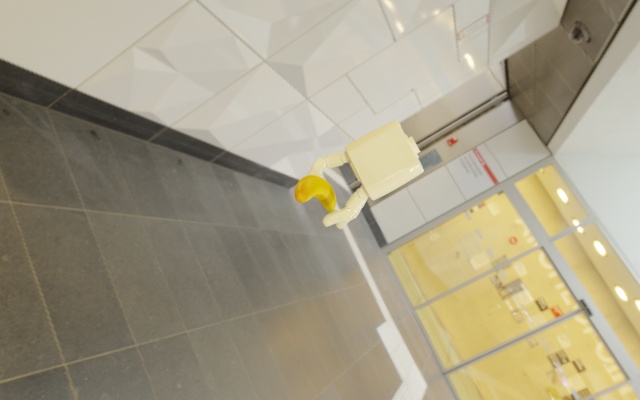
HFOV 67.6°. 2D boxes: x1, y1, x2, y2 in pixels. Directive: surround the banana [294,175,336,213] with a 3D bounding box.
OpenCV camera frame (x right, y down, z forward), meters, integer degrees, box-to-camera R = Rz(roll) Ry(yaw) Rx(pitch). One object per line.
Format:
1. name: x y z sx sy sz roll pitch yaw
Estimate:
1. banana: -0.005 -0.013 0.861 0.037 0.069 0.198 -26 -19 14
